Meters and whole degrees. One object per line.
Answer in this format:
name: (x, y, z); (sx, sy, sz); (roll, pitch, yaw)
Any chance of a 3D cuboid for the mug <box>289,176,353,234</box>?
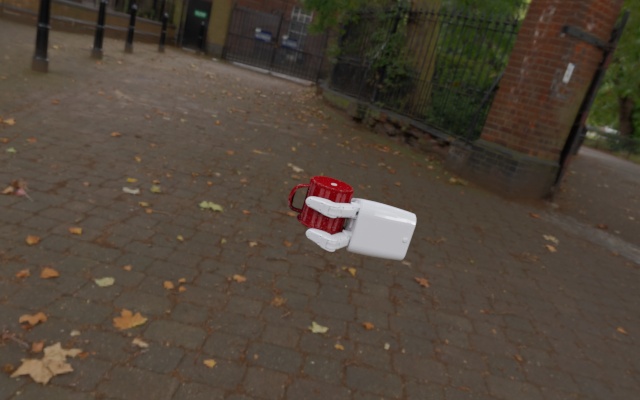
mug: (-0.001, 0.002, 0.870); (0.117, 0.081, 0.093); (14, 16, -9)
